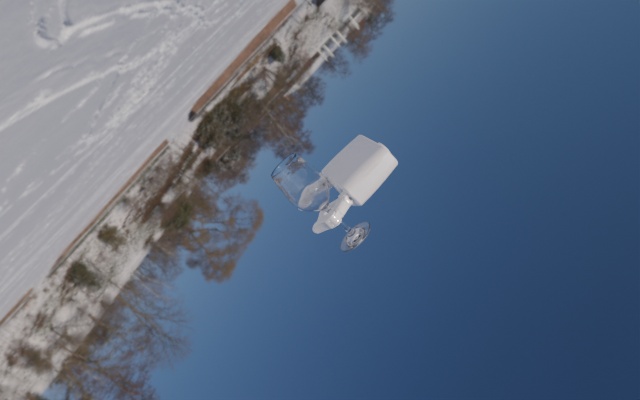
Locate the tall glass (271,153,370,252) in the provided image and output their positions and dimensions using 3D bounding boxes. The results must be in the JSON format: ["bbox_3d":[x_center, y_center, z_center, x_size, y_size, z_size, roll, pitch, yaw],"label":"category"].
[{"bbox_3d":[0.001,0.003,0.882,0.201,0.079,0.079,44,-17,-18],"label":"tall glass"}]
